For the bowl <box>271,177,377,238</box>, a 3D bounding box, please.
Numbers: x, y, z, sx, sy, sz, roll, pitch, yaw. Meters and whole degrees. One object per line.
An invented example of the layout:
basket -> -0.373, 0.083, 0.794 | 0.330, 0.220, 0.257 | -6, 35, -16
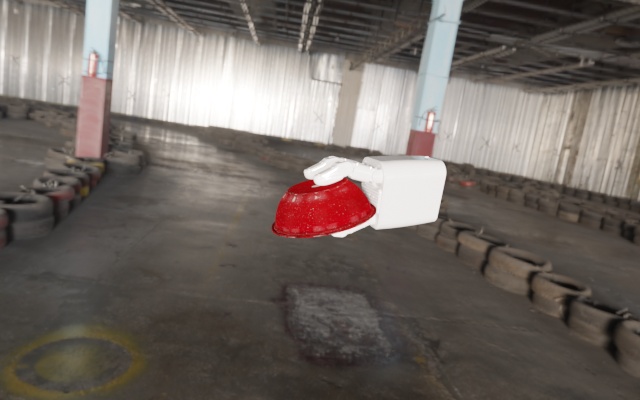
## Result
bowl -> -0.001, 0.002, 0.714 | 0.162, 0.055, 0.162 | -10, 15, 3
